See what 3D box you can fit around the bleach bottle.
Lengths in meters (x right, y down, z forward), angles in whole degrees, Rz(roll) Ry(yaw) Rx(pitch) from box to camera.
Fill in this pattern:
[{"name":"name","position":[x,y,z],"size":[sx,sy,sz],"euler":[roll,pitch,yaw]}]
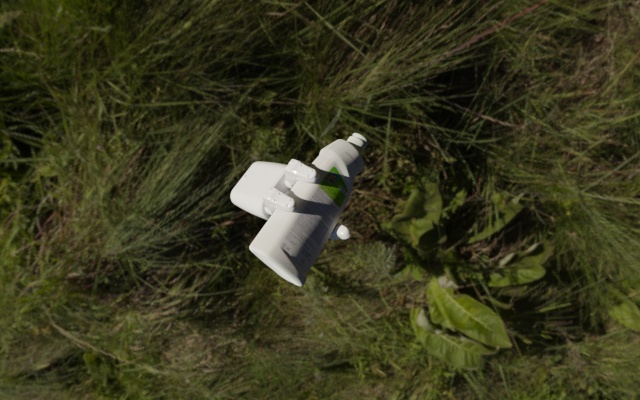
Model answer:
[{"name":"bleach bottle","position":[0.000,0.002,0.750],"size":[0.068,0.250,0.103],"euler":[15,-26,50]}]
